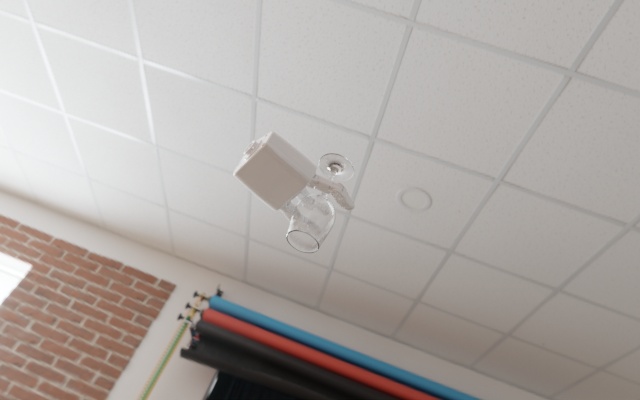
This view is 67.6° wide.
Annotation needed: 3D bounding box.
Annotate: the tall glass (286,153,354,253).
[{"bbox_3d":[0.001,0.003,0.900,0.079,0.201,0.079,14,-40,12],"label":"tall glass"}]
